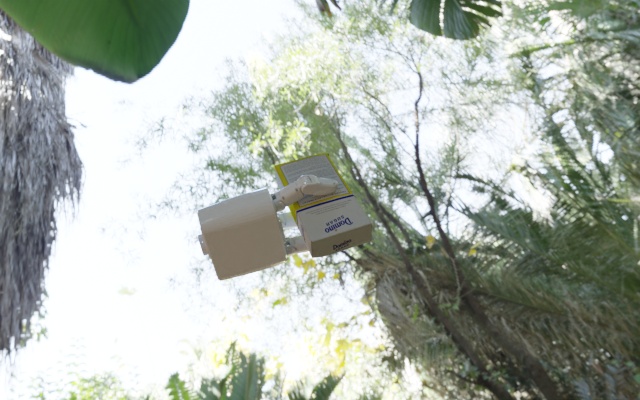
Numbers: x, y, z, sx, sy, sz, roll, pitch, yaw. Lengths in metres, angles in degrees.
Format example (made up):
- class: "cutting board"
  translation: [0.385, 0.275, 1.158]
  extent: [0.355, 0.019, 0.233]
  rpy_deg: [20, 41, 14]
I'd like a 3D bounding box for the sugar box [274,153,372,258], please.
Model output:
- class: "sugar box"
  translation: [0.000, 0.003, 0.720]
  extent: [0.093, 0.048, 0.176]
  rpy_deg: [-16, 47, -12]
